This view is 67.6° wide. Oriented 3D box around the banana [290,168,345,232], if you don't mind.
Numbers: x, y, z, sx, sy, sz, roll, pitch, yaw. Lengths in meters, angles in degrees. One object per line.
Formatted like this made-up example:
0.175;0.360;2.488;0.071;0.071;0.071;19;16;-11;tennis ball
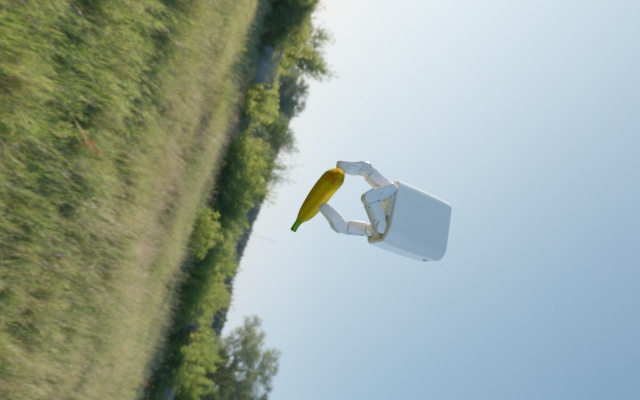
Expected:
0.003;-0.010;0.823;0.037;0.069;0.198;25;-37;-9;banana
